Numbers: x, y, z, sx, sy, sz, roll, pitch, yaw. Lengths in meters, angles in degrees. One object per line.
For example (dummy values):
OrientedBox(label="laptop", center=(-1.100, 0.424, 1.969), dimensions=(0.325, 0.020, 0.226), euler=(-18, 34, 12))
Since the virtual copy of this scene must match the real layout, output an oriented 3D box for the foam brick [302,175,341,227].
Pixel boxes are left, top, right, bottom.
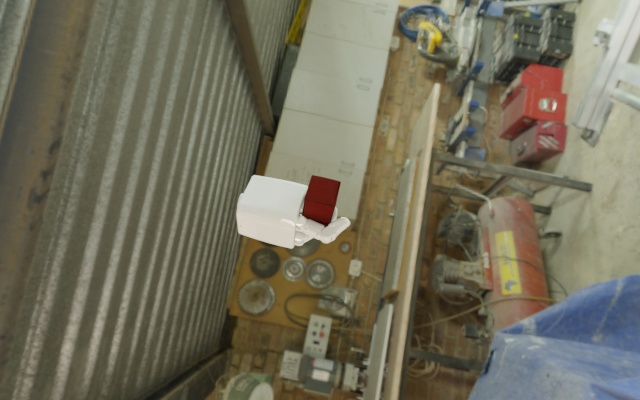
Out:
OrientedBox(label="foam brick", center=(0.000, 0.002, 0.820), dimensions=(0.051, 0.053, 0.078), euler=(15, -33, 4))
